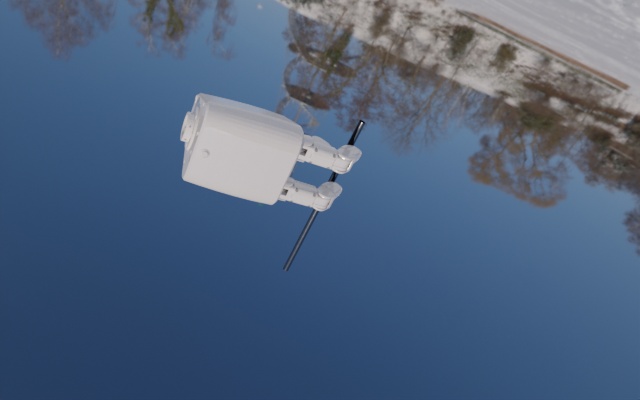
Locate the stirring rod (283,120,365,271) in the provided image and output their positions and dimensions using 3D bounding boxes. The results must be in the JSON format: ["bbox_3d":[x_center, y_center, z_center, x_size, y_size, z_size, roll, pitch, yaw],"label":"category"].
[{"bbox_3d":[0.000,0.002,0.618,0.011,0.240,0.011,21,28,-12],"label":"stirring rod"}]
